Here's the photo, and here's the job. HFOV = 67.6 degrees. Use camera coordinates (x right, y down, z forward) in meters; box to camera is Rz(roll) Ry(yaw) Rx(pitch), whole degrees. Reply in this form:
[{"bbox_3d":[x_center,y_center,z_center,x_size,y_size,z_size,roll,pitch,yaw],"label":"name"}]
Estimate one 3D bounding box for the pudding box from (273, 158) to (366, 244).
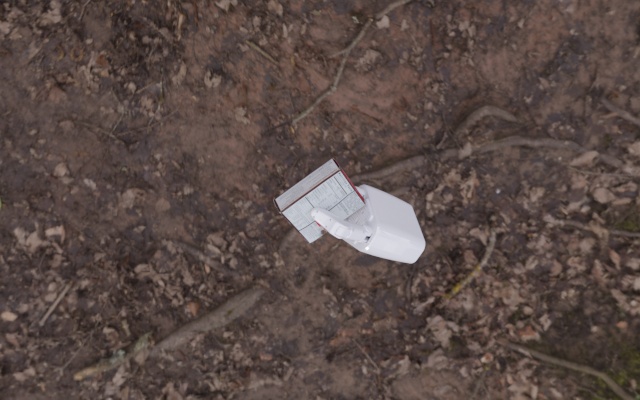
[{"bbox_3d":[0.000,0.002,0.724,0.113,0.090,0.039,-36,40,3],"label":"pudding box"}]
